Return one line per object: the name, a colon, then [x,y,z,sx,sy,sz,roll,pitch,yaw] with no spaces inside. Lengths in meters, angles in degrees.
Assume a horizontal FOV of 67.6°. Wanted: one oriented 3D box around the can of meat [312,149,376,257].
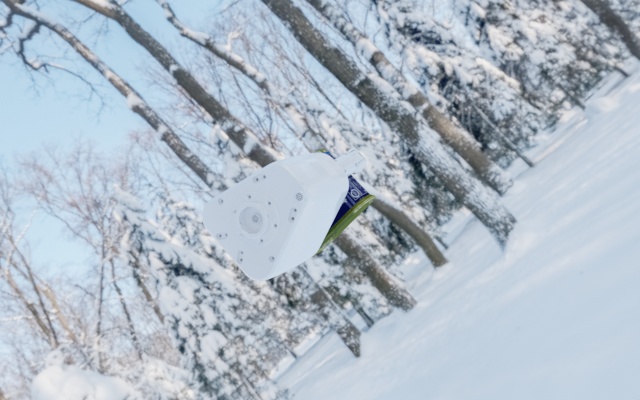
can of meat: [0.000,0.002,0.570,0.102,0.084,0.057,-47,-10,24]
